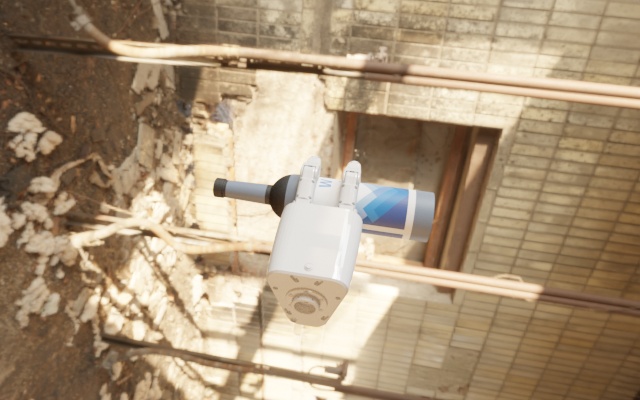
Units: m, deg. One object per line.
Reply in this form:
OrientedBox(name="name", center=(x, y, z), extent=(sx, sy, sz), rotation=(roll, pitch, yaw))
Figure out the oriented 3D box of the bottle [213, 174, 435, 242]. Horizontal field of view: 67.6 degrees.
OrientedBox(name="bottle", center=(0.000, 0.002, 0.646), extent=(0.296, 0.069, 0.069), rotation=(8, 1, 6))
